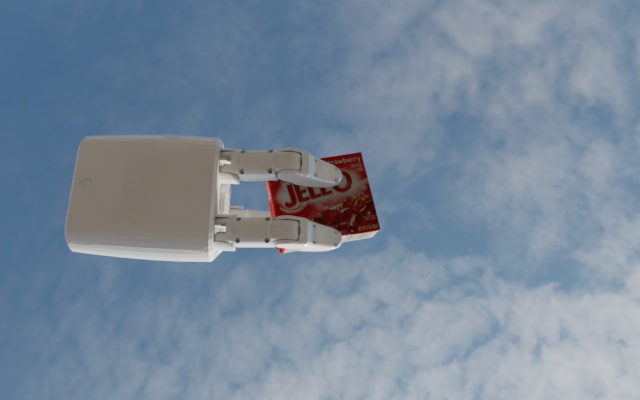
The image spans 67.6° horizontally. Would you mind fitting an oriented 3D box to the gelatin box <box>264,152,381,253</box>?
[{"bbox_3d":[0.000,0.001,0.416,0.089,0.073,0.030,-9,-15,-13],"label":"gelatin box"}]
